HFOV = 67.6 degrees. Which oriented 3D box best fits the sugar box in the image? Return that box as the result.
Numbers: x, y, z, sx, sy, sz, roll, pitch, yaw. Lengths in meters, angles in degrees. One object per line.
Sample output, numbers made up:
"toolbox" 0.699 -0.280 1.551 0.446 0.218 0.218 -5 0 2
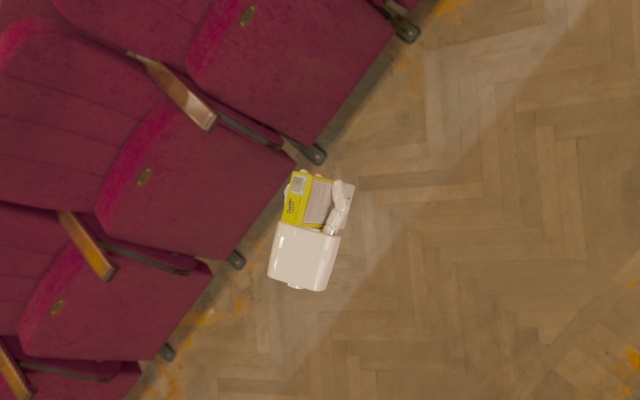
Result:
"sugar box" 0.000 0.003 0.890 0.048 0.093 0.176 16 3 27
